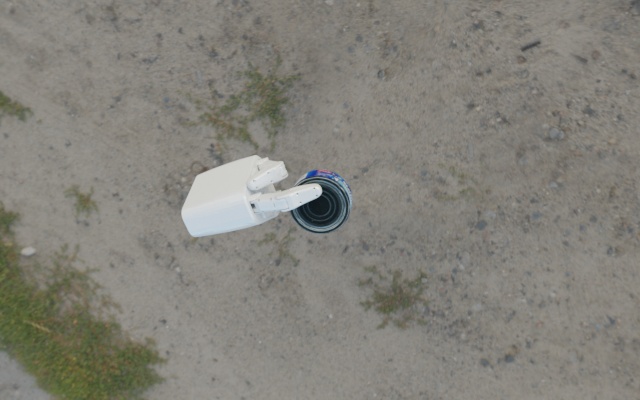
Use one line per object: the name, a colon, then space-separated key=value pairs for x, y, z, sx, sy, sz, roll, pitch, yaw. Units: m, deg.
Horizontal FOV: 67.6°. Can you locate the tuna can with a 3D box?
tuna can: x=0.000 y=0.002 z=0.652 sx=0.086 sy=0.086 sz=0.033 roll=0 pitch=21 yaw=9
